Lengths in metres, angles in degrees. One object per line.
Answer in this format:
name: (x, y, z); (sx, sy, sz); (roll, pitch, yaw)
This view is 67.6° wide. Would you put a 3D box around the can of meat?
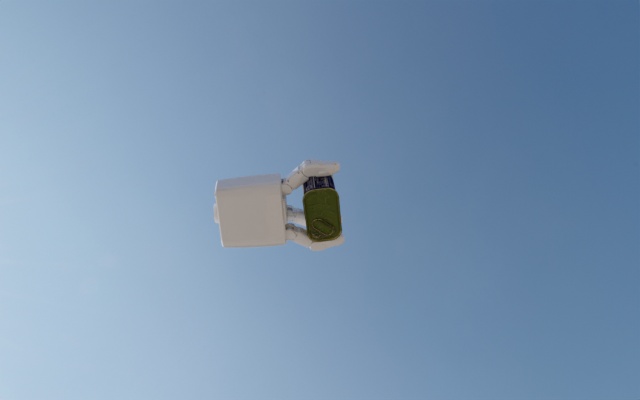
can of meat: (0.000, 0.002, 0.787); (0.057, 0.102, 0.084); (-8, 34, -1)
